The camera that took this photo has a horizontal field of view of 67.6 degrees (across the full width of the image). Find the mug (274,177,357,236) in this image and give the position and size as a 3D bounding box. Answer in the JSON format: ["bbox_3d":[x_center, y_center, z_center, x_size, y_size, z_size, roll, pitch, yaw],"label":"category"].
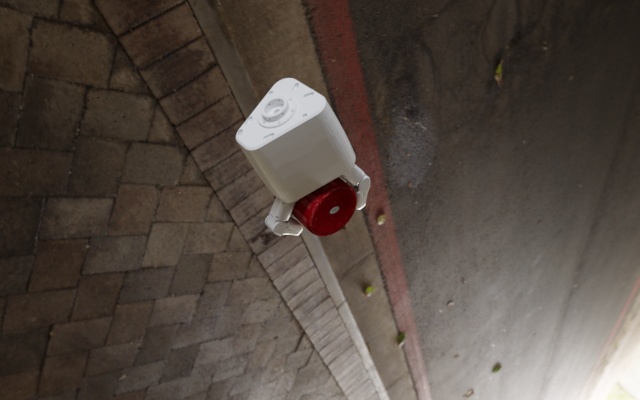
[{"bbox_3d":[0.001,0.003,0.666,0.081,0.093,0.117,42,-9,40],"label":"mug"}]
